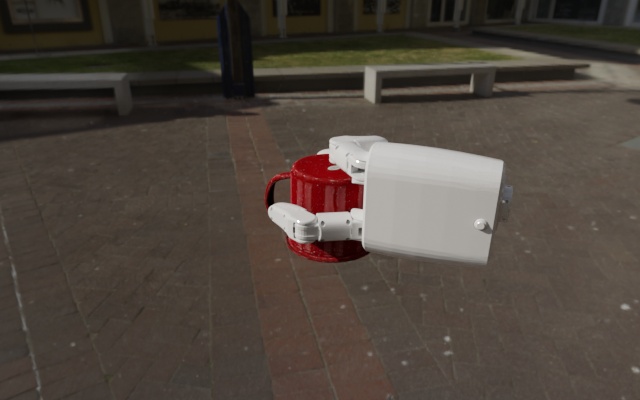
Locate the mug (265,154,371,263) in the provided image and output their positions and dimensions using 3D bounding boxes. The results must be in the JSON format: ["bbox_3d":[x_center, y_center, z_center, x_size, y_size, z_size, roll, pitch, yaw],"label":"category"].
[{"bbox_3d":[-0.001,0.001,0.476,0.117,0.081,0.093,9,25,17],"label":"mug"}]
